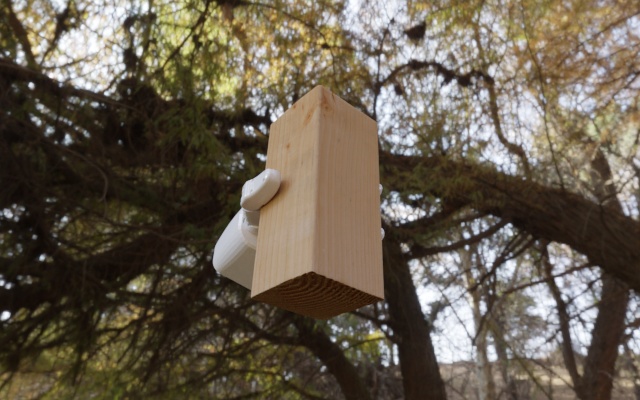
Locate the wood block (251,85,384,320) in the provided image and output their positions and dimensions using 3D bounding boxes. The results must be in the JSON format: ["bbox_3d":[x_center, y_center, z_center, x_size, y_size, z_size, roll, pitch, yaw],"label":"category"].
[{"bbox_3d":[0.000,0.002,0.482,0.091,0.206,0.090,25,-39,-33],"label":"wood block"}]
